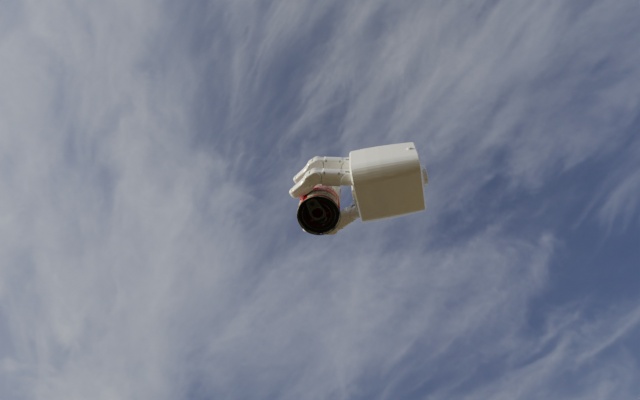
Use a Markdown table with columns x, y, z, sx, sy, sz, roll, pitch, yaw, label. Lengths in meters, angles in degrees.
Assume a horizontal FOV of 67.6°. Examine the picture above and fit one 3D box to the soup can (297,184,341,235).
| x | y | z | sx | sy | sz | roll | pitch | yaw | label |
| --- | --- | --- | --- | --- | --- | --- | --- | --- | --- |
| 0.000 | 0.003 | 0.778 | 0.068 | 0.068 | 0.102 | 0 | 25 | 4 | soup can |
